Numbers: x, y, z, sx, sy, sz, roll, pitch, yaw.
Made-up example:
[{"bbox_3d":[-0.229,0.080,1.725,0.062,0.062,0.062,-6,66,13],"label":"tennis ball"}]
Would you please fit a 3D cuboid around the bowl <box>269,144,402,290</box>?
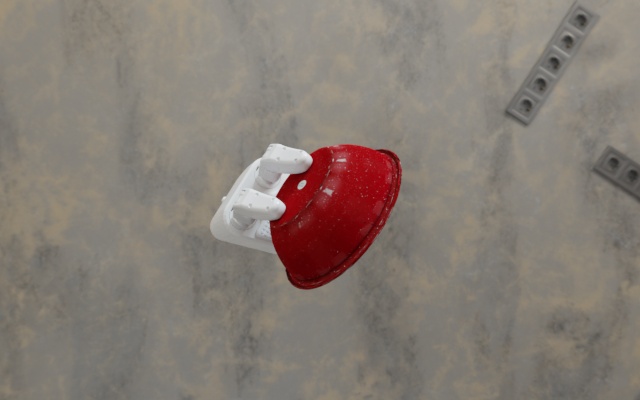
[{"bbox_3d":[0.001,0.001,0.457,0.055,0.162,0.162,37,-17,-23],"label":"bowl"}]
